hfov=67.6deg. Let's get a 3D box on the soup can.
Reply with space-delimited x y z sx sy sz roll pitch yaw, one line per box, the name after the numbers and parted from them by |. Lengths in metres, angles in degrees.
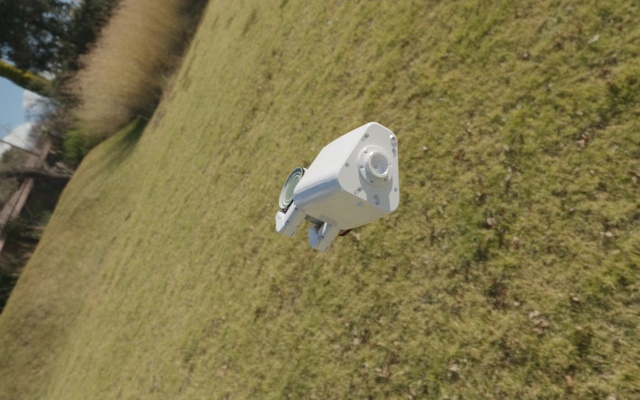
0.000 0.002 0.686 0.102 0.068 0.068 25 -10 -22 | soup can
